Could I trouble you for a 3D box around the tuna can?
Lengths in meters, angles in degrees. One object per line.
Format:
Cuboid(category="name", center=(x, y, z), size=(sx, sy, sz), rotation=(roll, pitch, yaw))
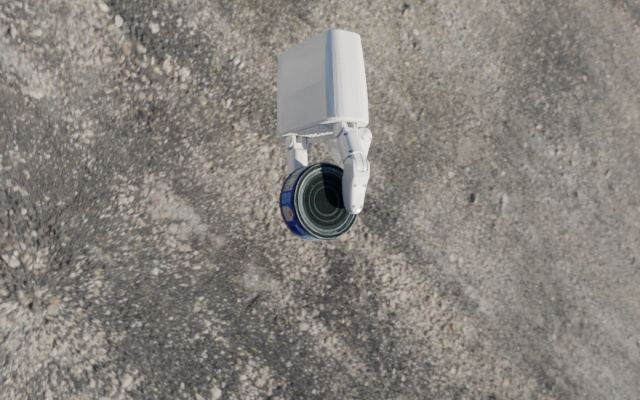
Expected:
Cuboid(category="tuna can", center=(0.000, 0.002, 0.525), size=(0.086, 0.086, 0.034), rotation=(0, -4, -31))
